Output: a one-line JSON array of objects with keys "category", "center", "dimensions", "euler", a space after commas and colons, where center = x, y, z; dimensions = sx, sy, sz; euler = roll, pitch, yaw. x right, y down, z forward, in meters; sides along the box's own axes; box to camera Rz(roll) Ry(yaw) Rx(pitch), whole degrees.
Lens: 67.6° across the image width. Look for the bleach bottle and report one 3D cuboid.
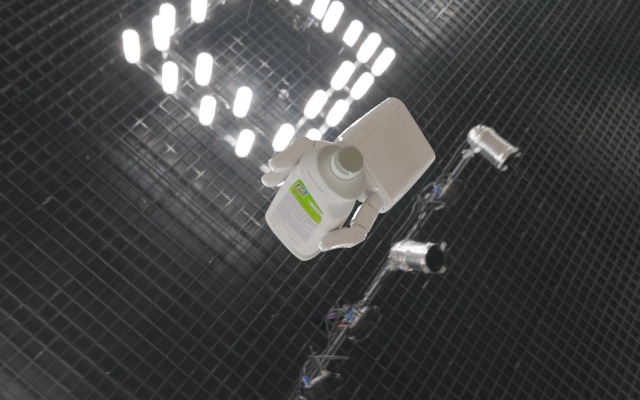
[{"category": "bleach bottle", "center": [0.000, 0.002, 0.590], "dimensions": [0.068, 0.102, 0.251], "euler": [-43, -1, -24]}]
